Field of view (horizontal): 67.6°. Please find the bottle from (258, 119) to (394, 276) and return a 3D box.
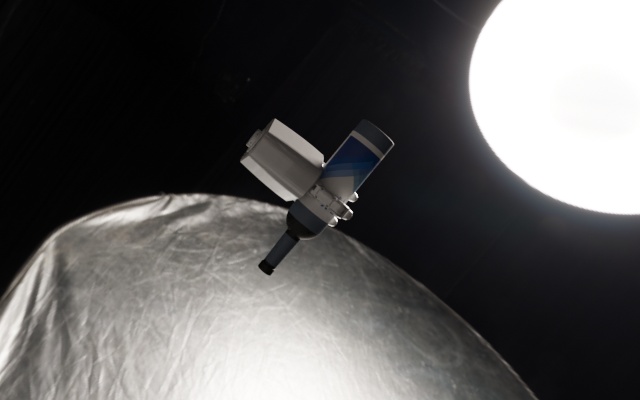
[{"bbox_3d":[0.000,0.002,0.781,0.069,0.296,0.069,39,3,-3],"label":"bottle"}]
